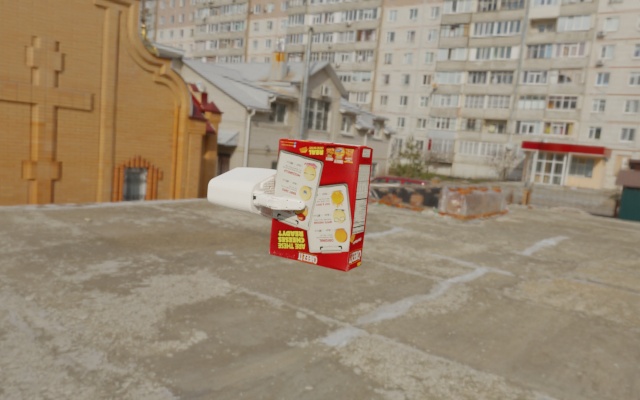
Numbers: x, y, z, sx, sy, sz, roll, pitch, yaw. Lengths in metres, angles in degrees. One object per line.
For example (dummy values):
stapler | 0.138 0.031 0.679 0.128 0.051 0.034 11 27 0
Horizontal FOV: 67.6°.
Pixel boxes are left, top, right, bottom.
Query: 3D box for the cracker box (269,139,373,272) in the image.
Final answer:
cracker box | 0.000 0.003 0.853 0.164 0.214 0.072 9 8 29
